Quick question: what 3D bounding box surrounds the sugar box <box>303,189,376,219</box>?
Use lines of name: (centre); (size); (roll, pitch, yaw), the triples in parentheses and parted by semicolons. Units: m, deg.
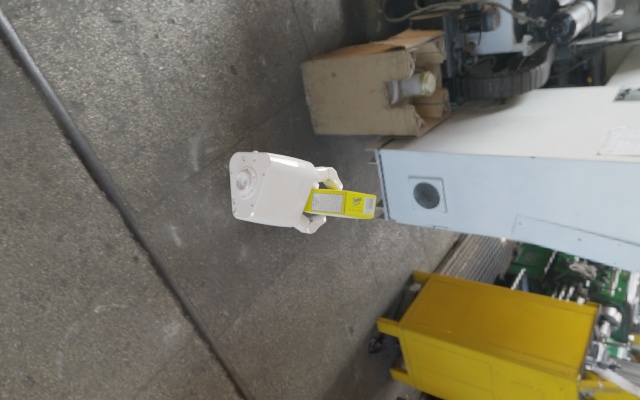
sugar box: (0.000, 0.002, 0.850); (0.176, 0.048, 0.093); (7, -1, 38)
